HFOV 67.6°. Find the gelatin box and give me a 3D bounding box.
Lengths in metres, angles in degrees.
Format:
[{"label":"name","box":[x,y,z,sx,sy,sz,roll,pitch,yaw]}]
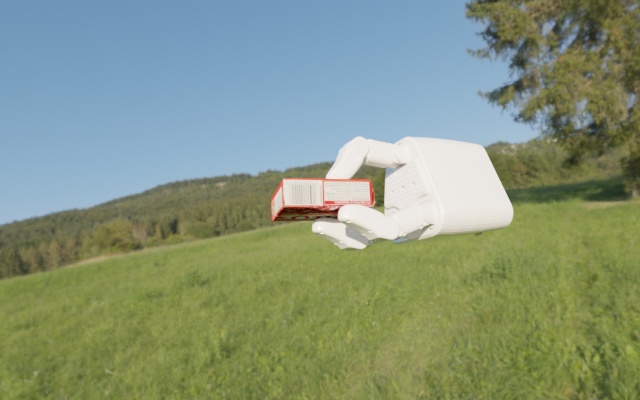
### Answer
[{"label":"gelatin box","box":[0.000,0.001,0.474,0.089,0.030,0.073,0,-13,-14]}]
